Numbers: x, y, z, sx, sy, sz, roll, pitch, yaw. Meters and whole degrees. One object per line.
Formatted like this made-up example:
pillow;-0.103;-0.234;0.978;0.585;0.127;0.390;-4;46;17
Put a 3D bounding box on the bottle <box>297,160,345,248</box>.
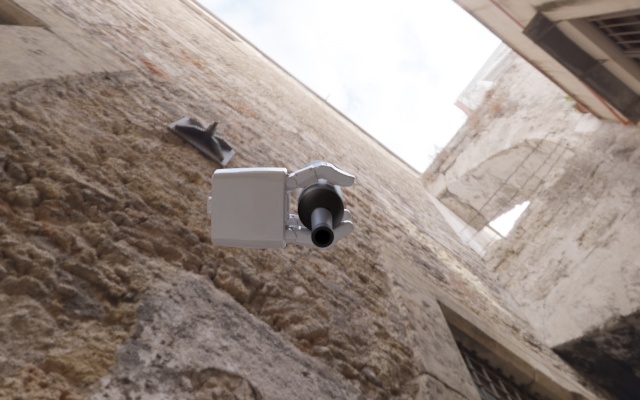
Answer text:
bottle;0.000;0.002;0.706;0.069;0.069;0.295;0;16;-1
